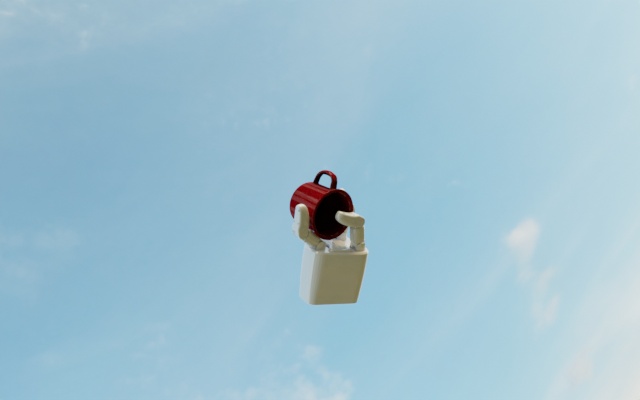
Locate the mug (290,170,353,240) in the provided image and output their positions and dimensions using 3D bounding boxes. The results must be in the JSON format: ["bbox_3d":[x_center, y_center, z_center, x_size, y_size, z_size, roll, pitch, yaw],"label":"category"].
[{"bbox_3d":[0.000,0.001,0.854,0.093,0.117,0.081,-1,16,-40],"label":"mug"}]
